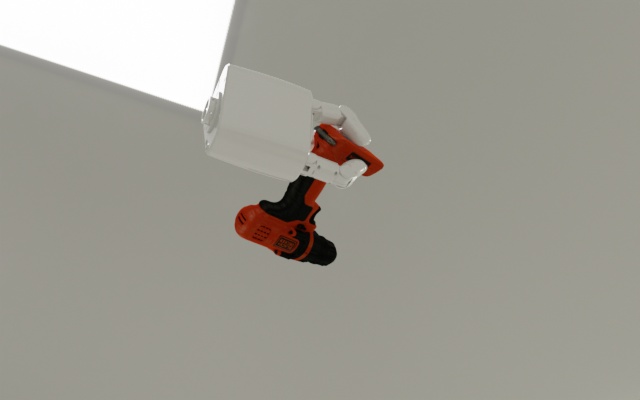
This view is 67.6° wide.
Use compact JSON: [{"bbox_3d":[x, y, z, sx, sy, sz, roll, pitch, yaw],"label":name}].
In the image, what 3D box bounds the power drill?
[{"bbox_3d":[0.000,0.002,0.651,0.184,0.188,0.057,27,14,-45],"label":"power drill"}]
